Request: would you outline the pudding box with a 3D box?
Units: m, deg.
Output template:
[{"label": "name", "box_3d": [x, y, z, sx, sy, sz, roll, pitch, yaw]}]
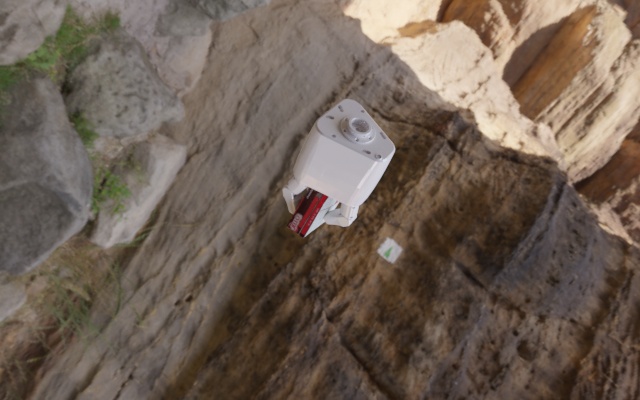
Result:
[{"label": "pudding box", "box_3d": [0.000, 0.003, 0.771, 0.039, 0.090, 0.113, 37, 24, 11]}]
